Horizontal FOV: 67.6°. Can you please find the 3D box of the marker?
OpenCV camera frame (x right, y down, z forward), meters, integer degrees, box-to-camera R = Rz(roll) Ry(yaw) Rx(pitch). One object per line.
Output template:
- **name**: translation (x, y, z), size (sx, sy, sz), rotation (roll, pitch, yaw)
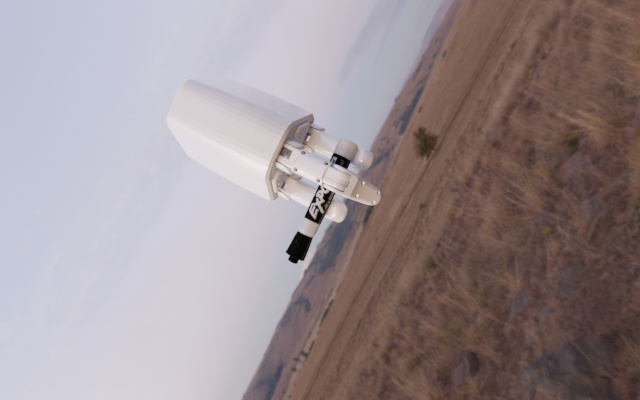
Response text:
- **marker**: translation (0.000, 0.001, 0.433), size (0.020, 0.121, 0.020), rotation (25, 2, -1)
